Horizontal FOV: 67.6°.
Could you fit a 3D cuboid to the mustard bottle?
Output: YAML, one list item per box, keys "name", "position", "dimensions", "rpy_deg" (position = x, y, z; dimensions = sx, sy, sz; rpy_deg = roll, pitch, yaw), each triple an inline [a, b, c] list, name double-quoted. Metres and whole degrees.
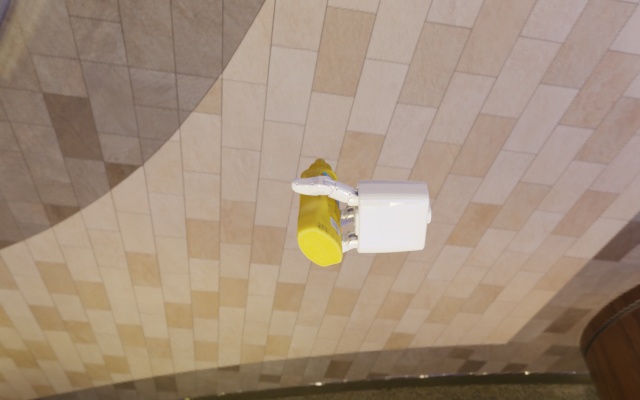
- name: "mustard bottle"
  position: [0.000, 0.003, 0.765]
  dimensions: [0.058, 0.191, 0.096]
  rpy_deg: [-18, -46, 19]
